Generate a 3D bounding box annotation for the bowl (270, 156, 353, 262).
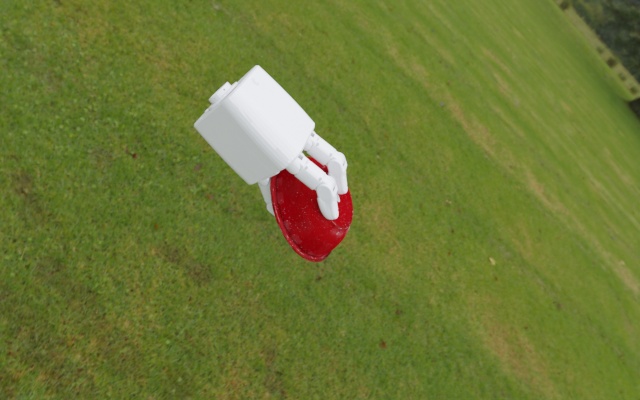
[{"bbox_3d":[0.001,0.003,0.672,0.055,0.162,0.162,-18,-9,29],"label":"bowl"}]
